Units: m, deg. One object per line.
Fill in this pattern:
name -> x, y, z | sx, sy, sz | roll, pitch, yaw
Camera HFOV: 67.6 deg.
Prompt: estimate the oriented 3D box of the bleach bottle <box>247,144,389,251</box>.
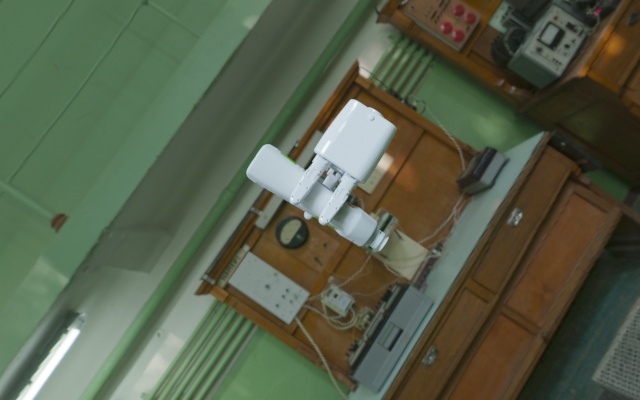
bleach bottle -> 0.000, 0.003, 0.796 | 0.251, 0.068, 0.102 | 34, 0, 1
